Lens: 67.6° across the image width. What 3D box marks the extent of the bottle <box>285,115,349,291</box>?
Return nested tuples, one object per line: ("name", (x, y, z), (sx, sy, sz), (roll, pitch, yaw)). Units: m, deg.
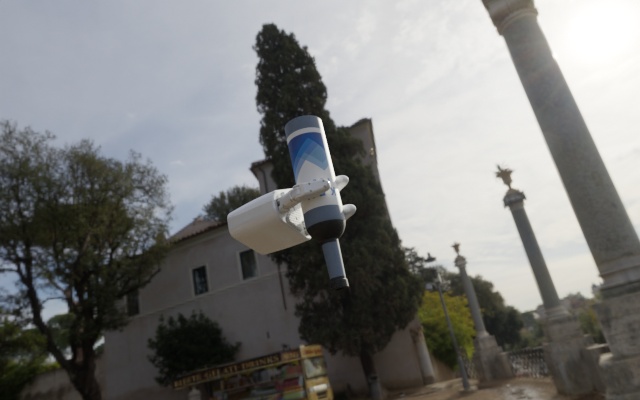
("bottle", (0.000, 0.002, 0.791), (0.069, 0.295, 0.069), (-11, -20, -4))
